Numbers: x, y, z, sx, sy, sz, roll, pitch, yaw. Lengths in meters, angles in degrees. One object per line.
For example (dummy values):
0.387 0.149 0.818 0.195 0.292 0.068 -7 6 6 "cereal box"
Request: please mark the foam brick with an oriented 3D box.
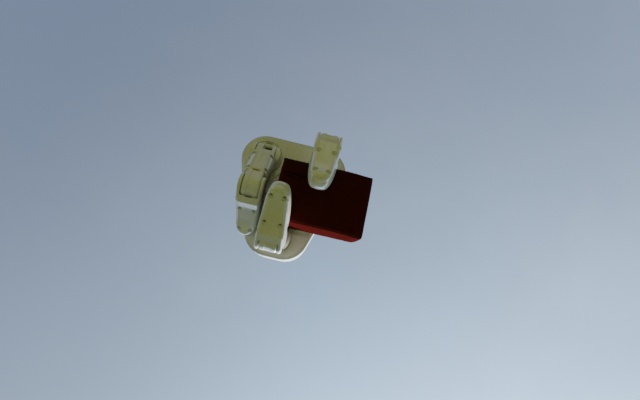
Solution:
0.000 0.001 0.410 0.078 0.053 0.051 14 -10 0 "foam brick"
